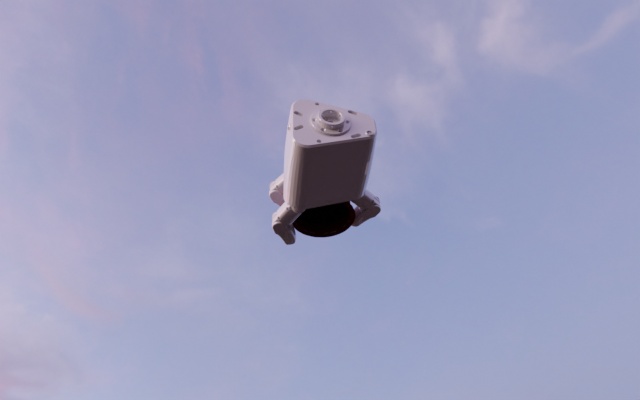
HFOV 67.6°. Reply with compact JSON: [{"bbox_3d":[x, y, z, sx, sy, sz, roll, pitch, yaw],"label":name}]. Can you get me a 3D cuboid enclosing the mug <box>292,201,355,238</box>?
[{"bbox_3d":[0.000,0.003,0.706,0.093,0.081,0.117,3,-42,-6],"label":"mug"}]
